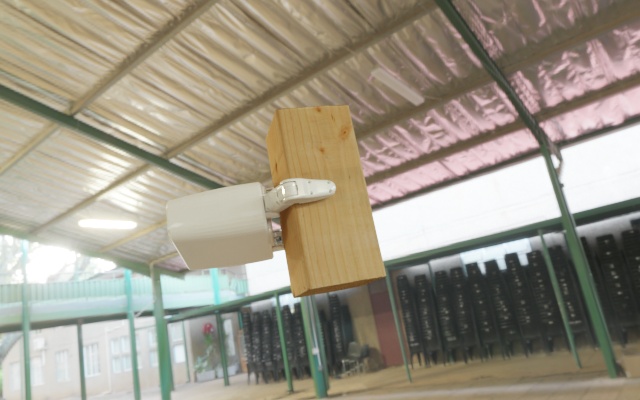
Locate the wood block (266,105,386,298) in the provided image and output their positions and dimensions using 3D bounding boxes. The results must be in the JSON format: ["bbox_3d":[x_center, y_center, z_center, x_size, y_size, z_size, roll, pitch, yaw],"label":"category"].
[{"bbox_3d":[0.000,0.002,0.565,0.090,0.206,0.091,-7,-15,-17],"label":"wood block"}]
